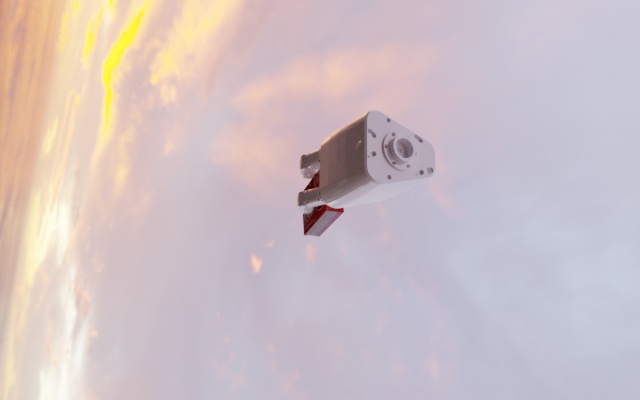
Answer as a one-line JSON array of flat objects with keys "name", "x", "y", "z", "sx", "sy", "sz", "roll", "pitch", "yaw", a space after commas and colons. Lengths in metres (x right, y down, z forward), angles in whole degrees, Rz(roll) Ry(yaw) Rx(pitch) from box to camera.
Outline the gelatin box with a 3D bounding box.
[{"name": "gelatin box", "x": 0.000, "y": 0.003, "z": 0.706, "sx": 0.030, "sy": 0.073, "sz": 0.089, "roll": 7, "pitch": -30, "yaw": -22}]
